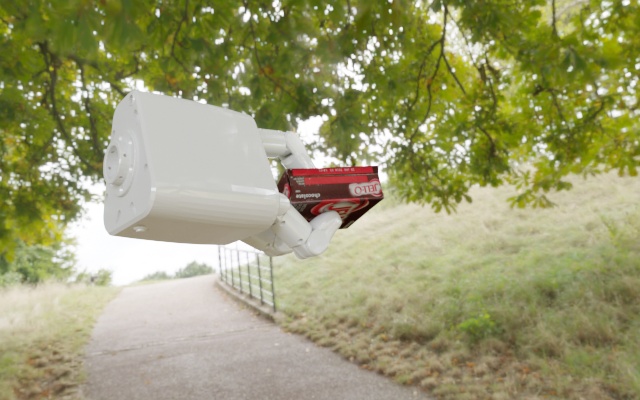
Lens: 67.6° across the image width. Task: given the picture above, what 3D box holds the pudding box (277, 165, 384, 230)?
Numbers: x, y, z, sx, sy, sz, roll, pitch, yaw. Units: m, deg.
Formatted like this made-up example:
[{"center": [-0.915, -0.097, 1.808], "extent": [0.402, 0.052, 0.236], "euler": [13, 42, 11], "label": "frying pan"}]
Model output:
[{"center": [0.000, 0.001, 0.474], "extent": [0.090, 0.039, 0.113], "euler": [-2, -15, -16], "label": "pudding box"}]
